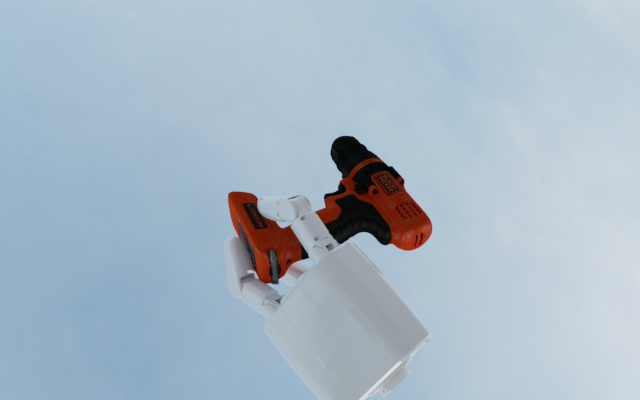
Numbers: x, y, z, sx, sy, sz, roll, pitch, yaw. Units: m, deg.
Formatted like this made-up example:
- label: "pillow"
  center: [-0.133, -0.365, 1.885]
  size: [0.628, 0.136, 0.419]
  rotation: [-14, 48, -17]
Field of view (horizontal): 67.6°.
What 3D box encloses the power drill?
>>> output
- label: "power drill"
  center: [0.000, 0.002, 0.519]
  size: [0.187, 0.057, 0.184]
  rotation: [-18, 44, -17]
